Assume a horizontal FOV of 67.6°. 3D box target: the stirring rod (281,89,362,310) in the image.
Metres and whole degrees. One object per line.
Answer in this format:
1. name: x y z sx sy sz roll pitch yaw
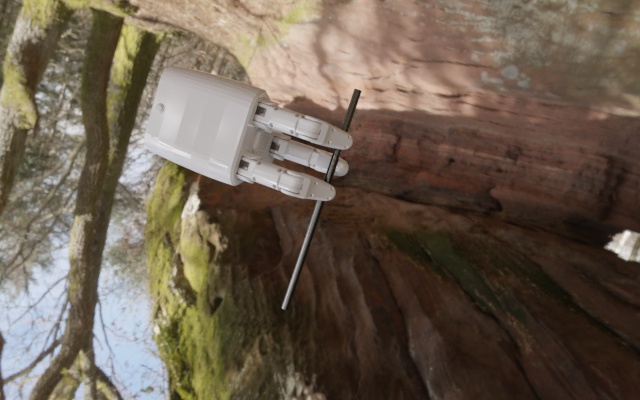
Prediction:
1. stirring rod: 0.000 0.002 0.496 0.011 0.239 0.011 18 6 -2
